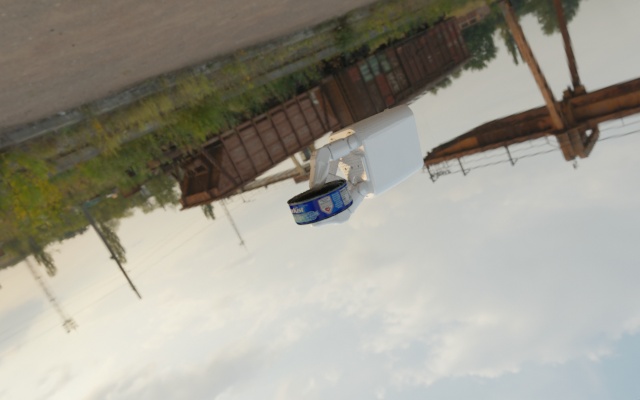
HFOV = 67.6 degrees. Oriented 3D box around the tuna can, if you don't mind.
[{"bbox_3d":[0.000,0.003,0.648,0.086,0.034,0.086,-20,10,4],"label":"tuna can"}]
